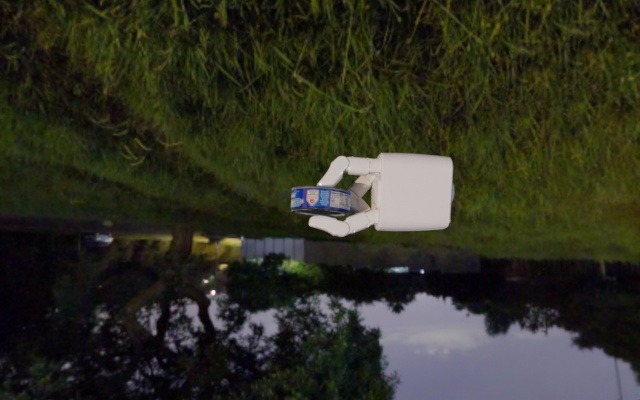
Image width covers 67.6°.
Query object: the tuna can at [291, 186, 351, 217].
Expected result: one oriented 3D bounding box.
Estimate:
[{"bbox_3d":[0.000,0.003,0.685,0.086,0.033,0.086,3,-7,0],"label":"tuna can"}]
